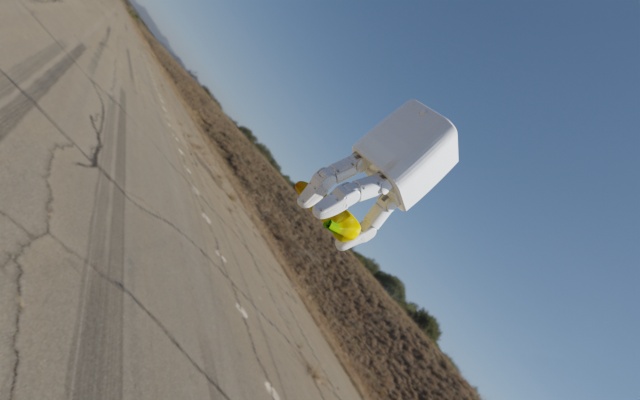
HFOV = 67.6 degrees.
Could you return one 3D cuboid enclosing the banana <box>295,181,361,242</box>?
[{"bbox_3d":[0.013,0.016,0.657,0.070,0.037,0.197,46,0,-21],"label":"banana"}]
